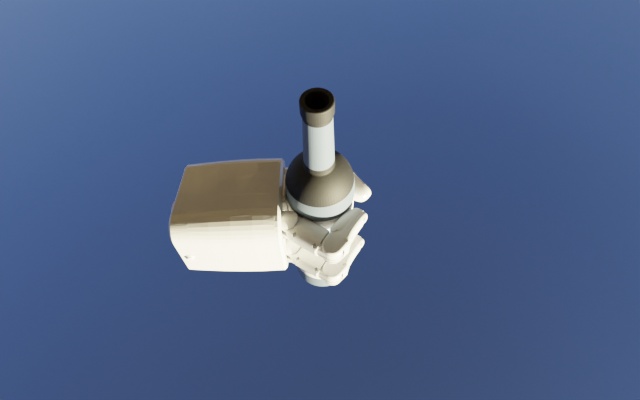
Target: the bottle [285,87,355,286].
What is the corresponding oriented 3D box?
[{"bbox_3d":[0.000,0.002,0.485,0.069,0.069,0.296,0,-32,1],"label":"bottle"}]
